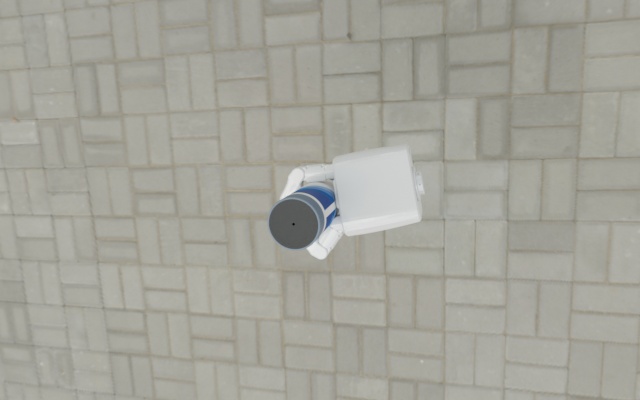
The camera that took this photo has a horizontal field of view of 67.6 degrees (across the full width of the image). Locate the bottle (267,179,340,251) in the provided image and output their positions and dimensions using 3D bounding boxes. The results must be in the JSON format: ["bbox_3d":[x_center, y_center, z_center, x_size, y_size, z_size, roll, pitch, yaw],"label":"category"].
[{"bbox_3d":[0.000,0.002,0.713,0.069,0.069,0.295,0,10,13],"label":"bottle"}]
